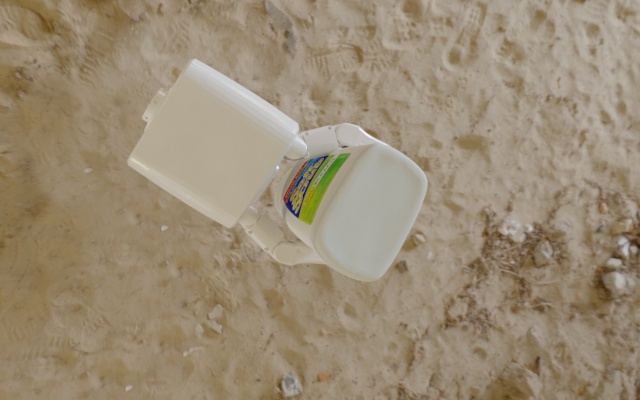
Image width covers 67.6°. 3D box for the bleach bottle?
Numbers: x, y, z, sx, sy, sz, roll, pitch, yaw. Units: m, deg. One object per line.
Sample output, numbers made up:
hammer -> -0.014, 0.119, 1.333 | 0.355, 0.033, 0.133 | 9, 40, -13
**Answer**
bleach bottle -> 0.000, 0.001, 0.459 | 0.068, 0.102, 0.251 | 33, -8, -17
